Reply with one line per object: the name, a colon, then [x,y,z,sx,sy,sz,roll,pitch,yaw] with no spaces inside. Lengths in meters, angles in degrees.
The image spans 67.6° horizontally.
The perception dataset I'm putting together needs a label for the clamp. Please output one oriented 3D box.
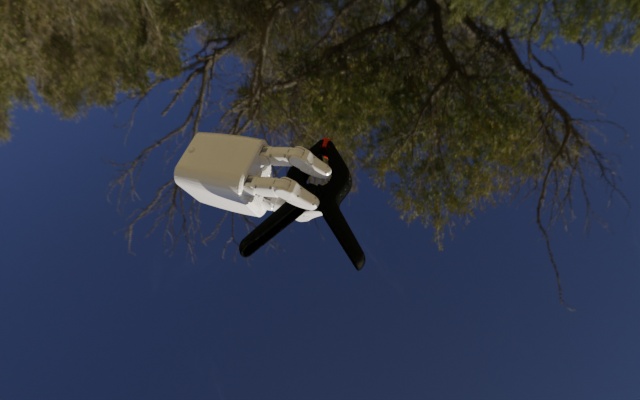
clamp: [0.000,0.002,0.655,0.164,0.210,0.036,12,-33,15]
